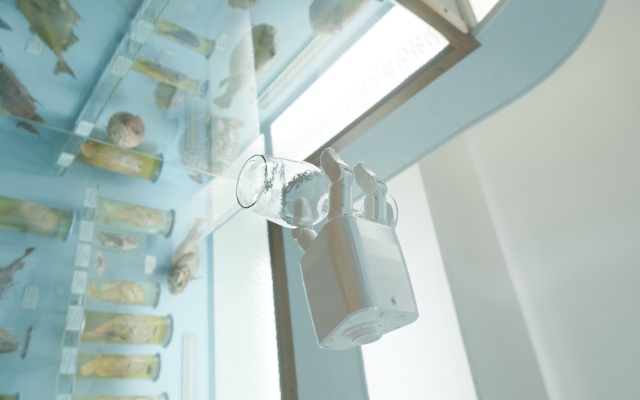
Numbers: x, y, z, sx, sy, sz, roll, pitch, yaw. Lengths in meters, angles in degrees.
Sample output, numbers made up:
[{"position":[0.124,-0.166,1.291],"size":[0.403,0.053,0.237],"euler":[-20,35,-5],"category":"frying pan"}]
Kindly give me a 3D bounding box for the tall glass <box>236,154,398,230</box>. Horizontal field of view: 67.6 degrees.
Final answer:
[{"position":[0.001,0.002,0.578],"size":[0.201,0.079,0.079],"euler":[17,-11,-37],"category":"tall glass"}]
